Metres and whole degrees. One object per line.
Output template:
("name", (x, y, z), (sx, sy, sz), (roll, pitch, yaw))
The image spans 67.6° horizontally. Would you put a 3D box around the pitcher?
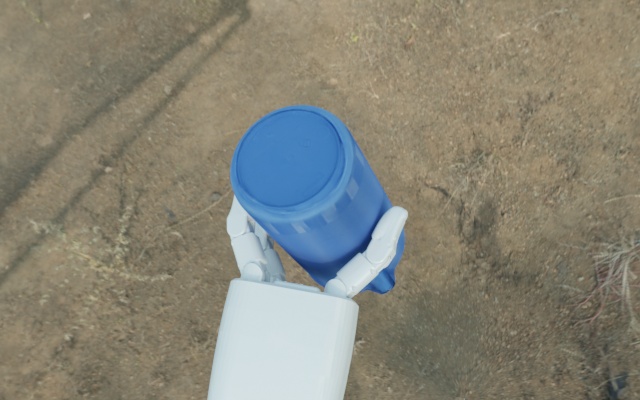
("pitcher", (0.000, 0.002, 0.492), (0.149, 0.145, 0.243), (6, -19, 19))
